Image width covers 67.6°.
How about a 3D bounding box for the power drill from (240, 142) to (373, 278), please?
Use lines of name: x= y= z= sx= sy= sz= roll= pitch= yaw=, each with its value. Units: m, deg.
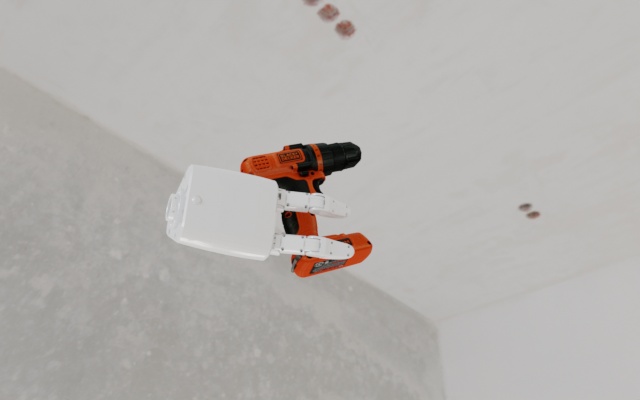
power drill: x=0.000 y=0.003 z=0.657 sx=0.184 sy=0.187 sz=0.057 roll=-13 pitch=-30 yaw=-20
